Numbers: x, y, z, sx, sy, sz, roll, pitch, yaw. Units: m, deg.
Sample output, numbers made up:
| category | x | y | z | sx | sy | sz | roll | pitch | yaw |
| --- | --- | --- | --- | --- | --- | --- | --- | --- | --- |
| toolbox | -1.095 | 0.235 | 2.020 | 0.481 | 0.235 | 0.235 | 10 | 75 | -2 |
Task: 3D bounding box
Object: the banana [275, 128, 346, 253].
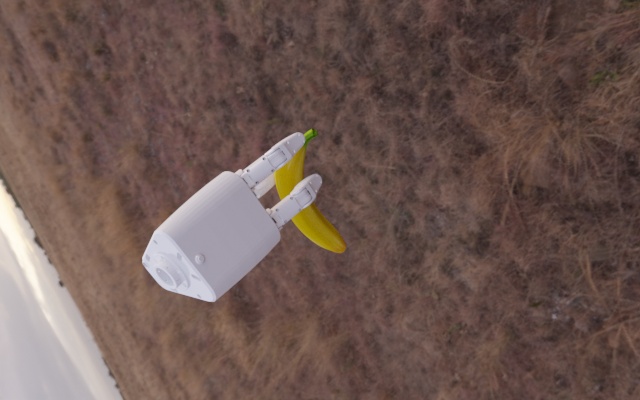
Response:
| category | x | y | z | sx | sy | sz | roll | pitch | yaw |
| --- | --- | --- | --- | --- | --- | --- | --- | --- | --- |
| banana | -0.018 | -0.001 | 0.629 | 0.069 | 0.198 | 0.037 | 0 | 40 | 21 |
